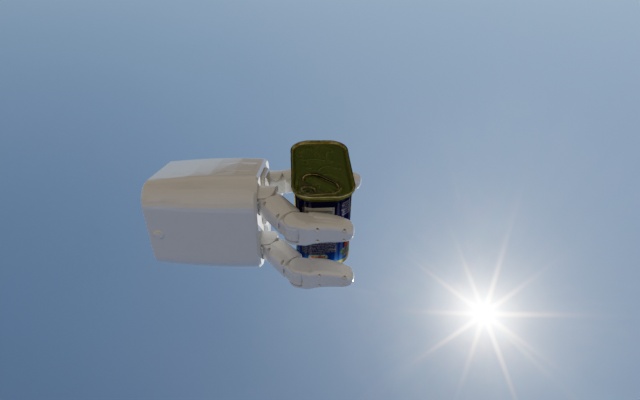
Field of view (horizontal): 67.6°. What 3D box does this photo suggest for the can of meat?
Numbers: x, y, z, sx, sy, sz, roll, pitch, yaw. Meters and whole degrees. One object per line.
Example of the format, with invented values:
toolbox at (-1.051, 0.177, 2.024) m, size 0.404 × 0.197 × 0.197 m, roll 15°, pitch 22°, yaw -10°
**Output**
can of meat at (0.000, 0.002, 0.470) m, size 0.057 × 0.084 × 0.102 m, roll -1°, pitch 35°, yaw -4°
